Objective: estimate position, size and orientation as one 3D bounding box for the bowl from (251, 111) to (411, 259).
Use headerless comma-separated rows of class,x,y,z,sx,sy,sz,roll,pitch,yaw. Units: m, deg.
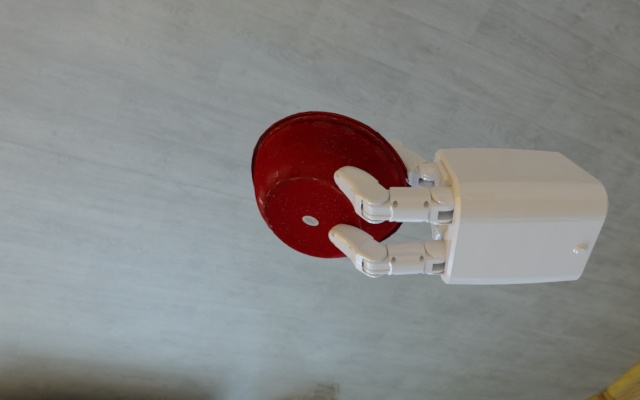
bowl,-0.001,0.002,0.445,0.162,0.162,0.055,0,36,21
